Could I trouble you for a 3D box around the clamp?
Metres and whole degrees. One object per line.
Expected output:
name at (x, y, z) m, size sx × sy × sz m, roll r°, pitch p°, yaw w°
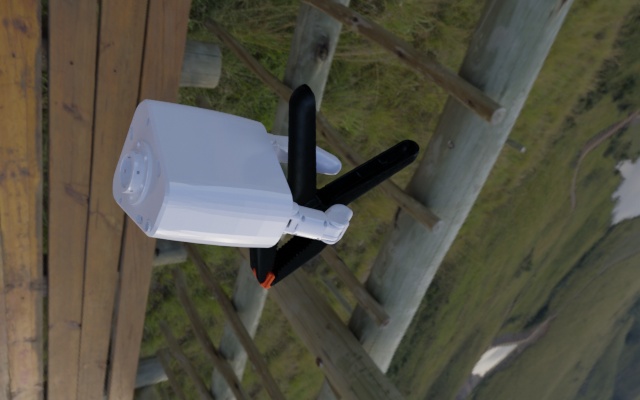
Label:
clamp at (0.000, 0.002, 0.472) m, size 0.164 × 0.210 × 0.036 m, roll 10°, pitch 29°, yaw -38°
